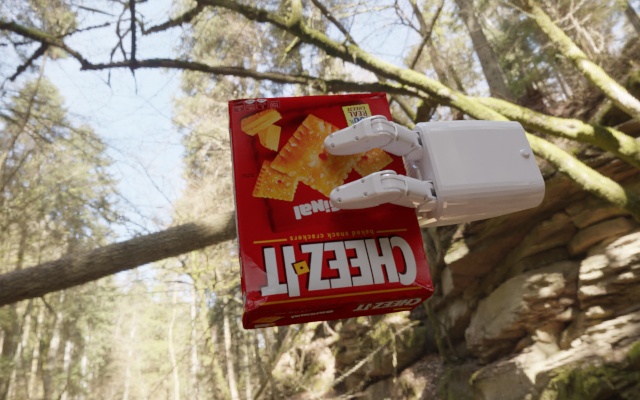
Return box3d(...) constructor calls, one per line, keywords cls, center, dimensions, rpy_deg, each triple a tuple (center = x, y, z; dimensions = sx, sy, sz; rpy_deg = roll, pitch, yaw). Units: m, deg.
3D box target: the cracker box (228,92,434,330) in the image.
box3d(cls="cracker box", center=(0.000, 0.001, 0.457), dimensions=(0.164, 0.213, 0.072), rpy_deg=(-4, -25, -11))
